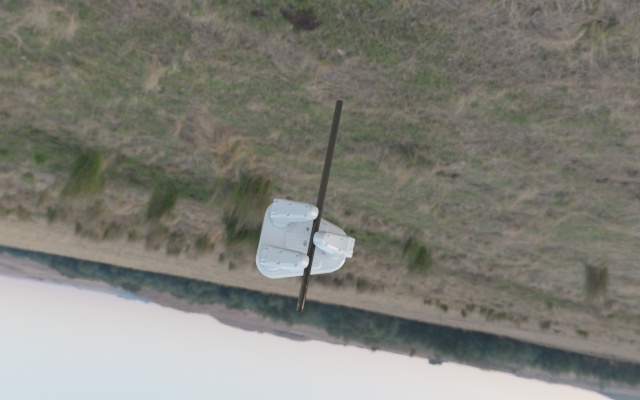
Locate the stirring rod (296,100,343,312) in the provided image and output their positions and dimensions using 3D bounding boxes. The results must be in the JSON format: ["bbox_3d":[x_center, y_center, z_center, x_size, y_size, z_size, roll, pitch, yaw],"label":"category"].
[{"bbox_3d":[0.000,0.002,0.529,0.011,0.239,0.011,11,-11,2],"label":"stirring rod"}]
